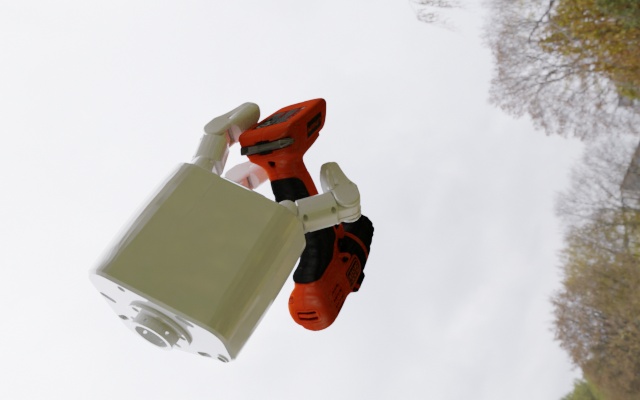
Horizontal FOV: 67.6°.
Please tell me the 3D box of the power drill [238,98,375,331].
[{"bbox_3d":[0.000,0.001,0.462,0.057,0.188,0.184,-11,20,23],"label":"power drill"}]
